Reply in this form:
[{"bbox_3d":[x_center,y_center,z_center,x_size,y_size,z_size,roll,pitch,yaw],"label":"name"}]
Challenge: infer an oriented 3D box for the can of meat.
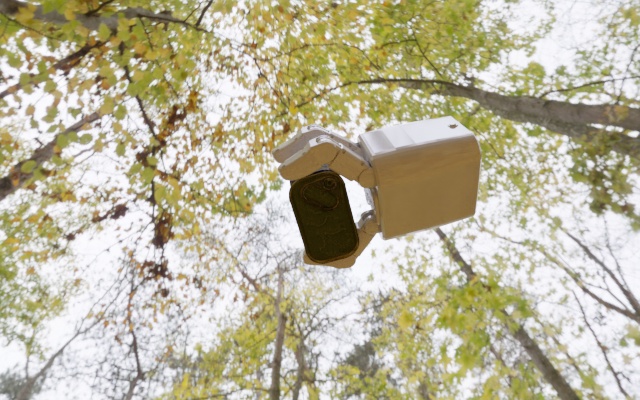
[{"bbox_3d":[0.000,0.002,0.515,0.057,0.102,0.084,-16,27,1],"label":"can of meat"}]
